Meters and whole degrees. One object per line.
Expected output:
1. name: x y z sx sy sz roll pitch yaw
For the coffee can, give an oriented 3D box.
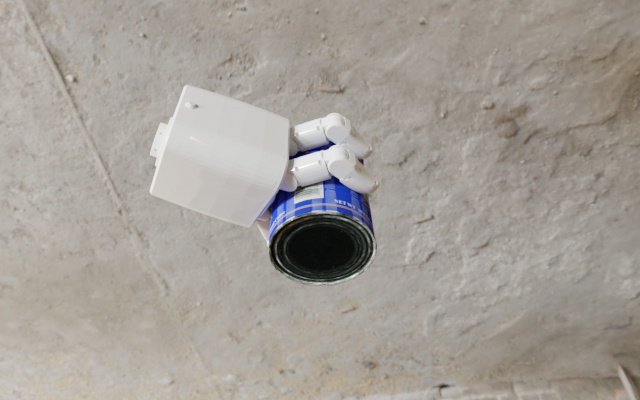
1. coffee can: 0.000 0.002 0.497 0.103 0.103 0.140 0 42 -2
